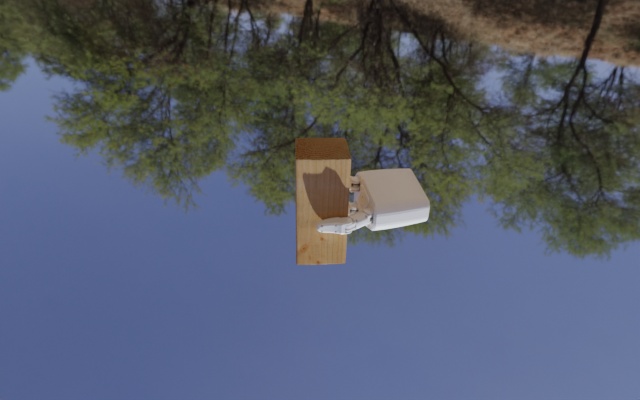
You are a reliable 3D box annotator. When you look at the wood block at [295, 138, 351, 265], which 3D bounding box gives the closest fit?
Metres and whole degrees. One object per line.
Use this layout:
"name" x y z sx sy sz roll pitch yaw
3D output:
"wood block" 0.001 0.003 0.835 0.090 0.206 0.090 -1 29 -3
